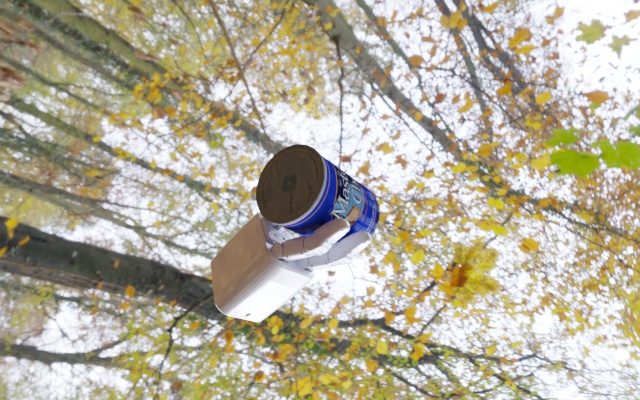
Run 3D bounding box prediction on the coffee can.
[{"bbox_3d":[0.000,0.002,0.621,0.103,0.102,0.140,0,-19,36],"label":"coffee can"}]
